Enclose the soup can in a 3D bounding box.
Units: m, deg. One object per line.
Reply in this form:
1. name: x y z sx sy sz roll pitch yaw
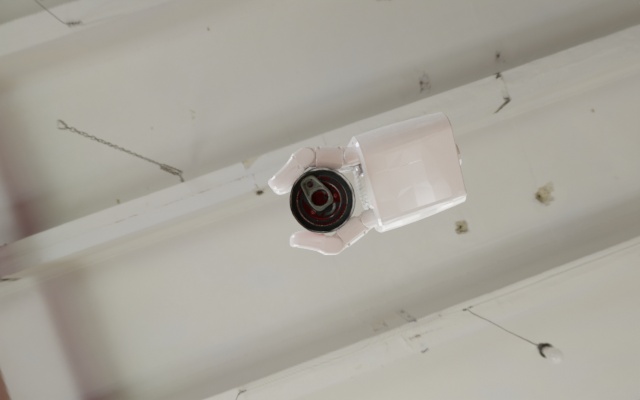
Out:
1. soup can: 0.000 0.002 0.535 0.068 0.068 0.102 0 -2 -2
